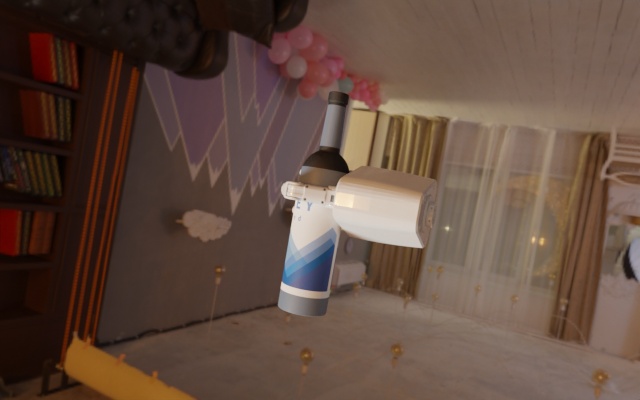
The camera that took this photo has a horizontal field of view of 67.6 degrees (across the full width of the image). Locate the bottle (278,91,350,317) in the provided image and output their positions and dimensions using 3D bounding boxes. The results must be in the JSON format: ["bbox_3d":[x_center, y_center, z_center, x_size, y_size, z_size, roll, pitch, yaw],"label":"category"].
[{"bbox_3d":[0.000,0.002,0.642,0.069,0.295,0.069,10,1,0],"label":"bottle"}]
